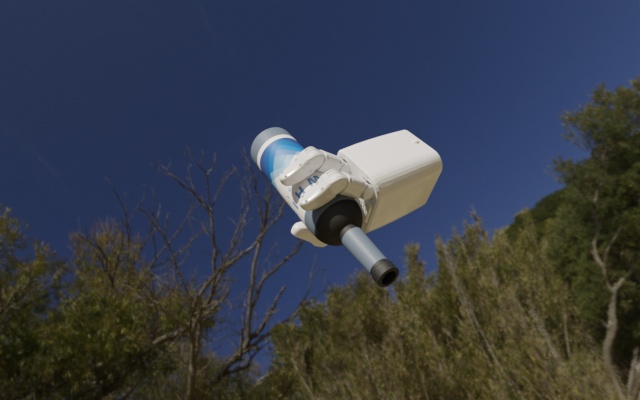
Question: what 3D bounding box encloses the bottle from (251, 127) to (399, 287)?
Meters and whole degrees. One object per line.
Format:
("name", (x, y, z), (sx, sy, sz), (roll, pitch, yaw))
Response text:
("bottle", (0.000, 0.002, 0.605), (0.069, 0.069, 0.295), (0, 33, -36))
